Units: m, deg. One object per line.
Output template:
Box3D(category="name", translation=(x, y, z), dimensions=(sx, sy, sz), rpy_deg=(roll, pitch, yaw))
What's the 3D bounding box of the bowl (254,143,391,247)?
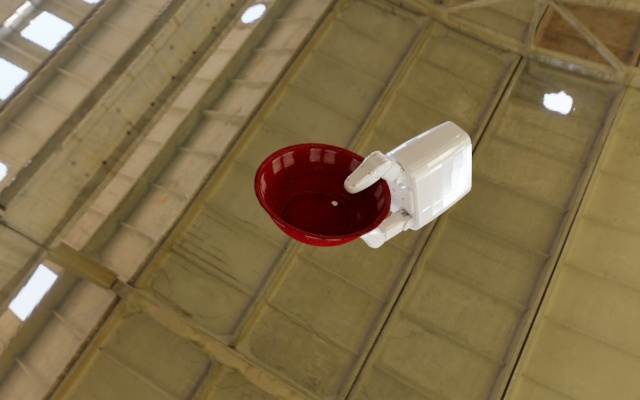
Box3D(category="bowl", translation=(-0.001, 0.002, 0.573), dimensions=(0.162, 0.162, 0.055), rpy_deg=(6, -46, -6))
